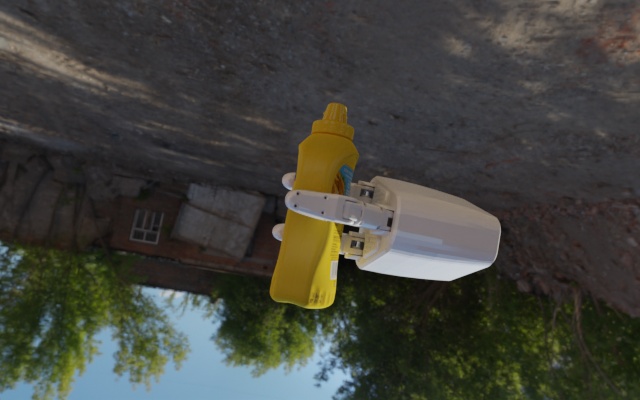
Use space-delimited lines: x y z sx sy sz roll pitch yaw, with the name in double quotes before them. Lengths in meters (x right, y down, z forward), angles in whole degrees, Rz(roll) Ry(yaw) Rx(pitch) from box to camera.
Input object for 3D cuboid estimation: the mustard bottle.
"mustard bottle" 0.000 0.002 0.455 0.058 0.191 0.096 10 -5 14
